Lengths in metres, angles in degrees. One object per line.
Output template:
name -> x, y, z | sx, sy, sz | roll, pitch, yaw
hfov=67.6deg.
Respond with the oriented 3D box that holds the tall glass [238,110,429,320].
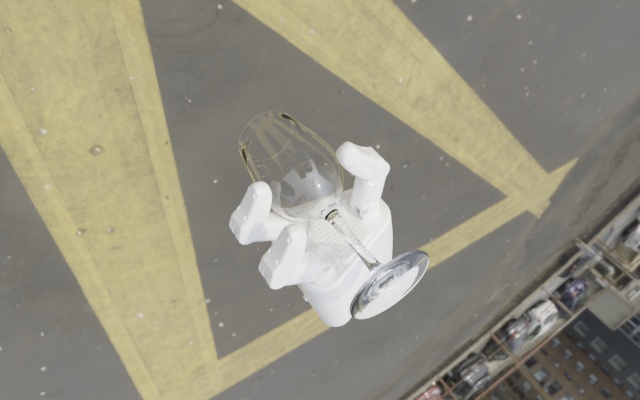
tall glass -> 0.000, 0.002, 0.414 | 0.079, 0.079, 0.201 | 0, 40, -45
